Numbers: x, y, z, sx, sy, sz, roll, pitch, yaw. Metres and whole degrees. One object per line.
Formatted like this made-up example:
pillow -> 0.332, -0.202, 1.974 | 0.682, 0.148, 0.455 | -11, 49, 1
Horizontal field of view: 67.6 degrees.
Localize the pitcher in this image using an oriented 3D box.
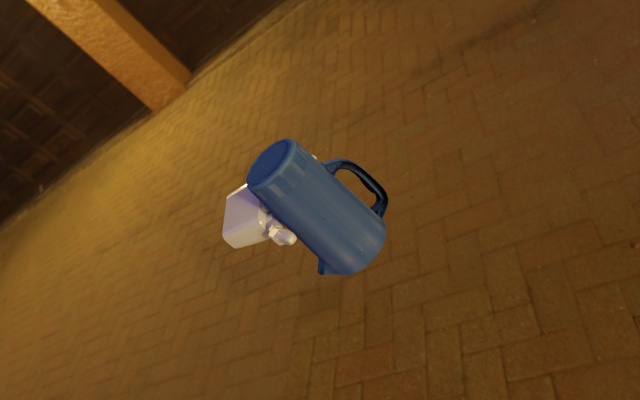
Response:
pitcher -> 0.000, 0.003, 0.810 | 0.145, 0.149, 0.243 | -21, -52, 36
